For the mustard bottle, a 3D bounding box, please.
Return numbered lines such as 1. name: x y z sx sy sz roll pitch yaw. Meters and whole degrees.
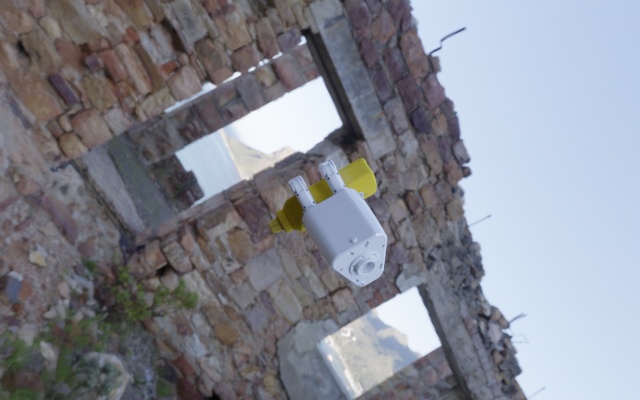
1. mustard bottle: 0.000 0.002 0.809 0.191 0.058 0.096 -29 -18 -4
